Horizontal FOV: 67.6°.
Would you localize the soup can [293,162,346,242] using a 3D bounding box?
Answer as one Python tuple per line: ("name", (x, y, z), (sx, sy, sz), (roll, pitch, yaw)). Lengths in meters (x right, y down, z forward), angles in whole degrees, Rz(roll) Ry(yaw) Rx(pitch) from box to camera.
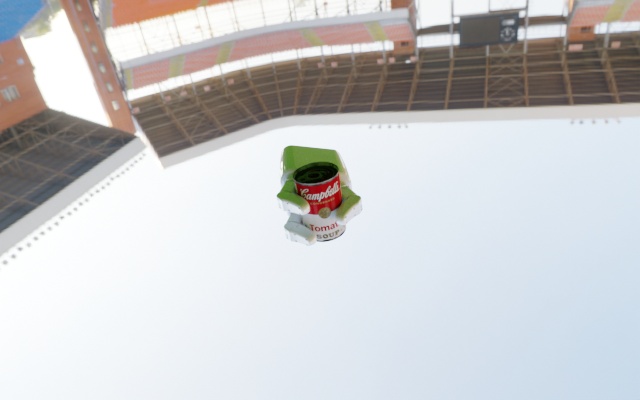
("soup can", (0.000, 0.003, 0.714), (0.068, 0.102, 0.068), (-7, 30, 4))
